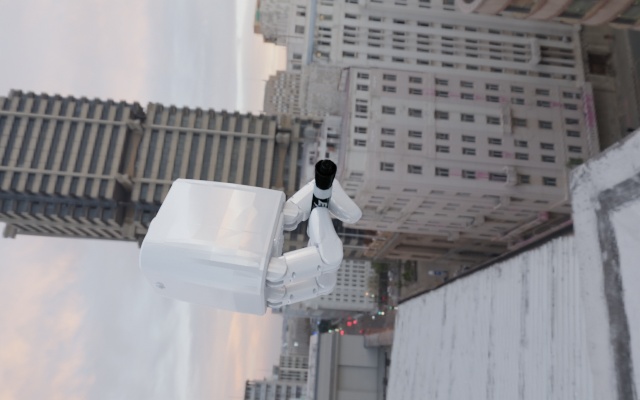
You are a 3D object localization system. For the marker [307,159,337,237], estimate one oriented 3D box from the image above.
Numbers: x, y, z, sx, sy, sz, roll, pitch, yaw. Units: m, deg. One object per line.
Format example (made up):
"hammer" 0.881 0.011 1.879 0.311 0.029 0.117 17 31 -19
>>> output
"marker" 0.000 0.001 0.445 0.020 0.020 0.121 0 -31 -5
